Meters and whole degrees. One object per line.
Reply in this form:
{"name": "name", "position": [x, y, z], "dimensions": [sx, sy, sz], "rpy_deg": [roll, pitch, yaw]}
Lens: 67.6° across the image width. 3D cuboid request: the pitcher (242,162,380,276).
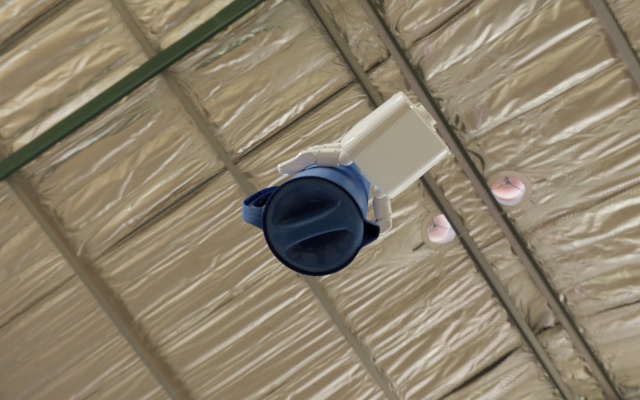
{"name": "pitcher", "position": [0.000, 0.002, 0.708], "dimensions": [0.145, 0.149, 0.242], "rpy_deg": [-39, 5, 17]}
